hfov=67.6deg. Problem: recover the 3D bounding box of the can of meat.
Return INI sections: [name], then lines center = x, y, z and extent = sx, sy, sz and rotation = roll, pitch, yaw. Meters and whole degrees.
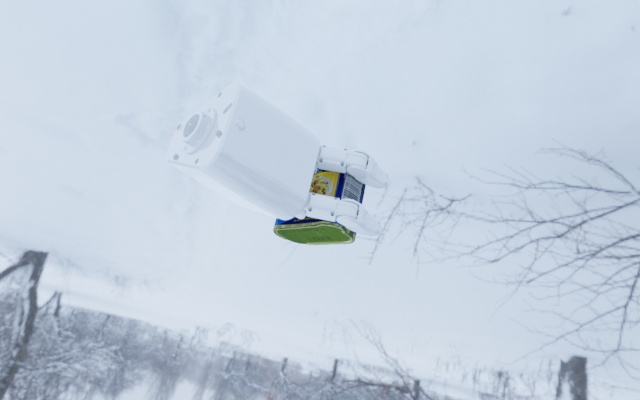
[can of meat]
center = 0.000, 0.002, 0.535
extent = 0.102, 0.084, 0.057
rotation = -7, -30, 41
